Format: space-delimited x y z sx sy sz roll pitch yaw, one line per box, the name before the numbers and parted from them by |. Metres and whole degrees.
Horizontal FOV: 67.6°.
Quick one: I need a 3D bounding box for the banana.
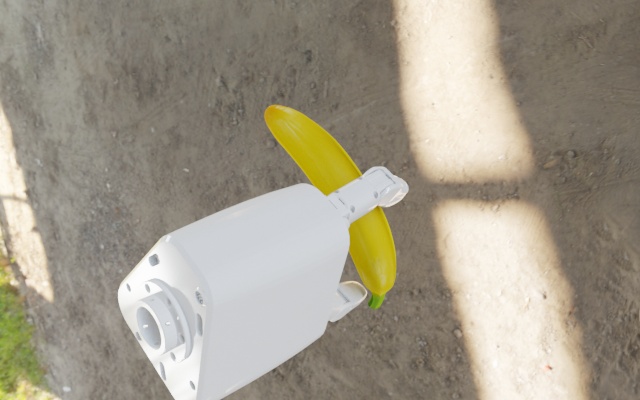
banana | 0.012 -0.002 0.387 0.037 0.198 0.070 -24 -5 -41
